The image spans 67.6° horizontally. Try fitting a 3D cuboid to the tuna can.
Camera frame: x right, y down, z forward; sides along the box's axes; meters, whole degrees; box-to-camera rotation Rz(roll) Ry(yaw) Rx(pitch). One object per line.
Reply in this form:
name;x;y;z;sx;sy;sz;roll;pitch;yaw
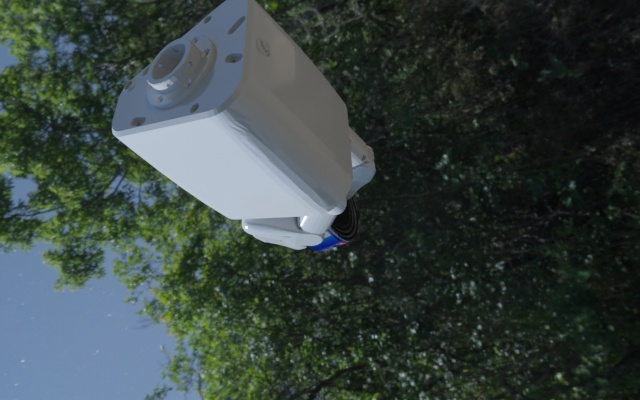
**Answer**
tuna can;0.000;0.002;0.424;0.034;0.086;0.086;-24;-11;25
